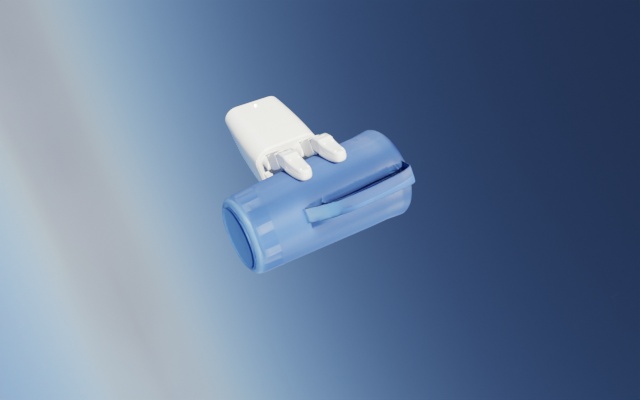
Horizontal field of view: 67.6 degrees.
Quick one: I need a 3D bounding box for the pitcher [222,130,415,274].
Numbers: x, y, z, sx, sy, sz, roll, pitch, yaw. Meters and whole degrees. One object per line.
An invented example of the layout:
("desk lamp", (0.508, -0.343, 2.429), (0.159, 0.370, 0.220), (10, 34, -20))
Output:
("pitcher", (0.000, 0.002, 0.647), (0.243, 0.145, 0.149), (-25, -33, -25))
